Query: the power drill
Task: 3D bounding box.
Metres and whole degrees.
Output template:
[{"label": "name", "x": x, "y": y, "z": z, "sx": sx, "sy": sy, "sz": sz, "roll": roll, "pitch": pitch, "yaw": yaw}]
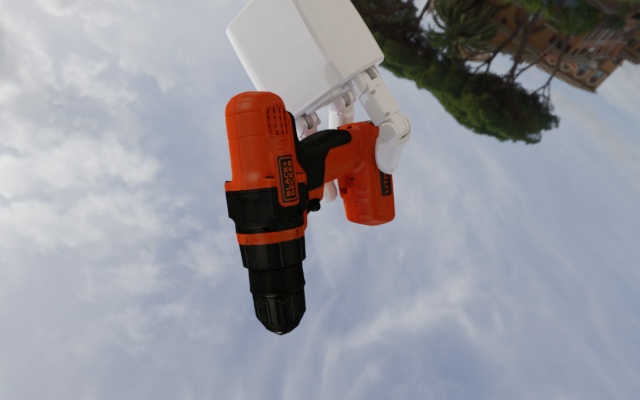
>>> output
[{"label": "power drill", "x": 0.000, "y": 0.001, "z": 0.416, "sx": 0.057, "sy": 0.184, "sz": 0.187, "roll": -1, "pitch": 7, "yaw": 34}]
